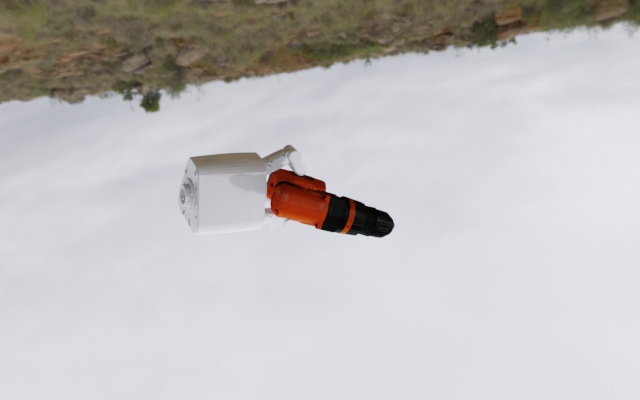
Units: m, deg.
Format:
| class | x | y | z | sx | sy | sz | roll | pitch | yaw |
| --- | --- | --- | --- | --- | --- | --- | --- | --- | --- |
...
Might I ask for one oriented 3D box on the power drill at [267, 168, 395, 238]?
| class | x | y | z | sx | sy | sz | roll | pitch | yaw |
| --- | --- | --- | --- | --- | --- | --- | --- | --- | --- |
| power drill | 0.000 | 0.002 | 0.726 | 0.184 | 0.057 | 0.187 | 16 | 6 | -21 |
